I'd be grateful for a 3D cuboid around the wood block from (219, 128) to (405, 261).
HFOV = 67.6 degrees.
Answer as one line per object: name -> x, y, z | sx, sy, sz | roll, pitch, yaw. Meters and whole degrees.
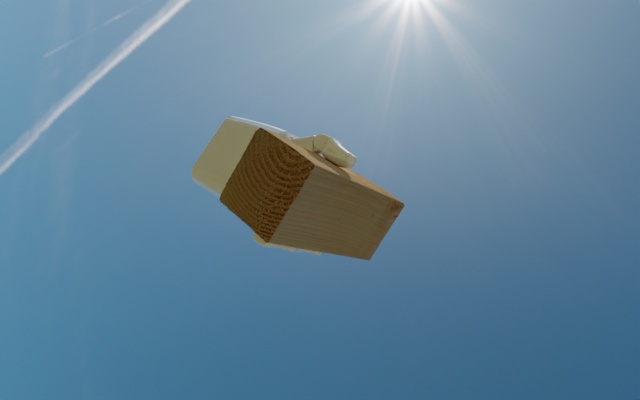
wood block -> 0.000, 0.001, 0.552 | 0.090, 0.091, 0.206 | 37, 11, 34
